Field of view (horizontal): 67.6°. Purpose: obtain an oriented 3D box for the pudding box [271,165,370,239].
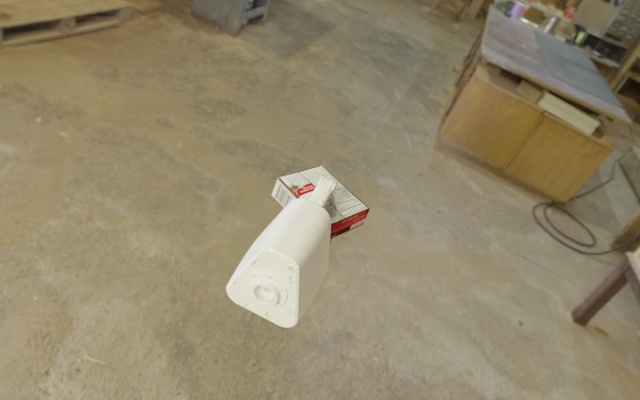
[{"bbox_3d":[0.000,0.002,0.684,0.090,0.039,0.113,-19,54,-42],"label":"pudding box"}]
